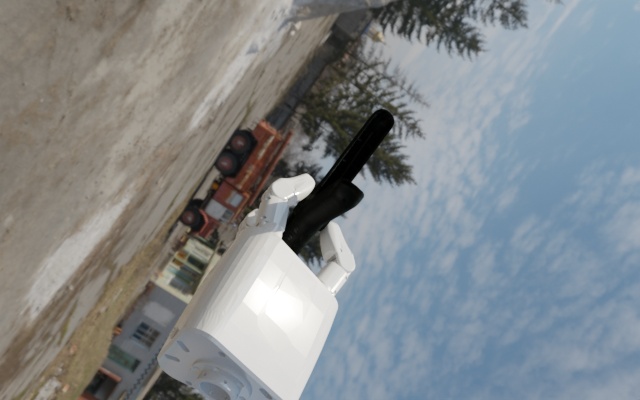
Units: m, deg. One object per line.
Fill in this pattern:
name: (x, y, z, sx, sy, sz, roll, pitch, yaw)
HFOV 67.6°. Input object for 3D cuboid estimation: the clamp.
clamp: (0.000, 0.003, 0.492, 0.210, 0.036, 0.164, -47, 7, 43)
